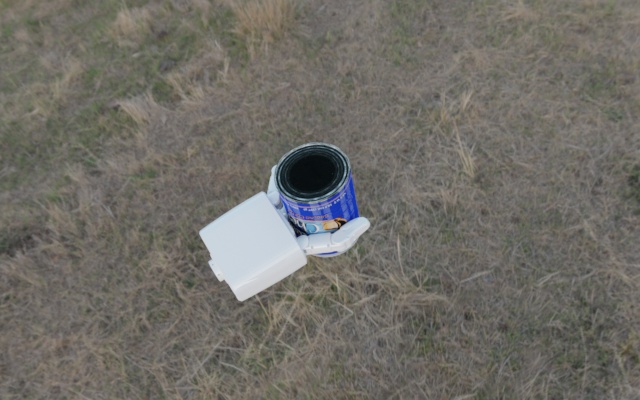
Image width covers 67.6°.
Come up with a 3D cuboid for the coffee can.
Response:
[{"bbox_3d":[0.000,0.002,0.678,0.103,0.102,0.140,0,-36,12],"label":"coffee can"}]
